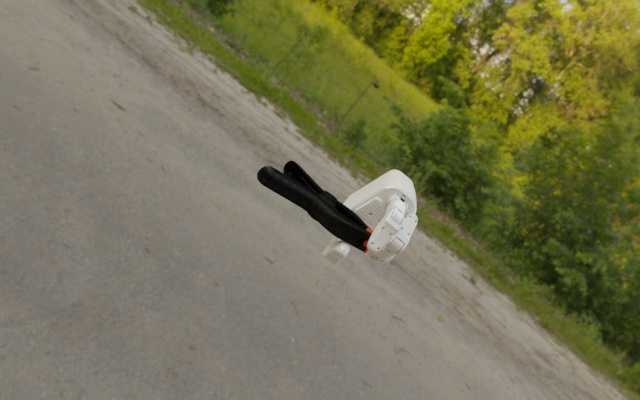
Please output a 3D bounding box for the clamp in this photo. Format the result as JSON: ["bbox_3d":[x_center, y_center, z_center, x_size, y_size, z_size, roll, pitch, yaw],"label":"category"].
[{"bbox_3d":[0.001,0.002,0.632,0.171,0.039,0.120,38,21,-4],"label":"clamp"}]
